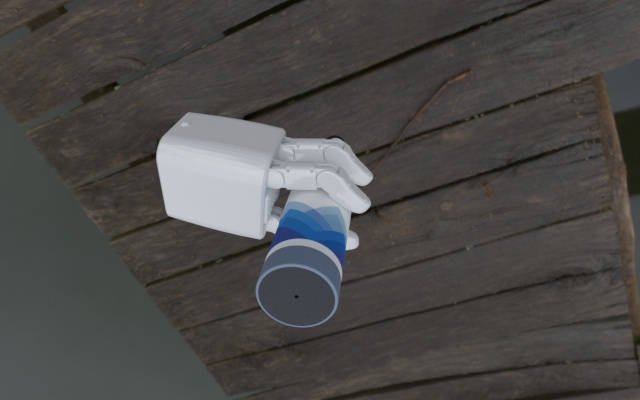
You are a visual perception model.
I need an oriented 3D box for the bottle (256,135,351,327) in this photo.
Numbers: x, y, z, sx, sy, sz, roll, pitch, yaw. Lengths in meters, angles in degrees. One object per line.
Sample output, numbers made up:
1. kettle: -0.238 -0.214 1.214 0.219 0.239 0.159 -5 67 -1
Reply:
1. bottle: 0.000 0.002 0.501 0.069 0.069 0.295 0 31 9
